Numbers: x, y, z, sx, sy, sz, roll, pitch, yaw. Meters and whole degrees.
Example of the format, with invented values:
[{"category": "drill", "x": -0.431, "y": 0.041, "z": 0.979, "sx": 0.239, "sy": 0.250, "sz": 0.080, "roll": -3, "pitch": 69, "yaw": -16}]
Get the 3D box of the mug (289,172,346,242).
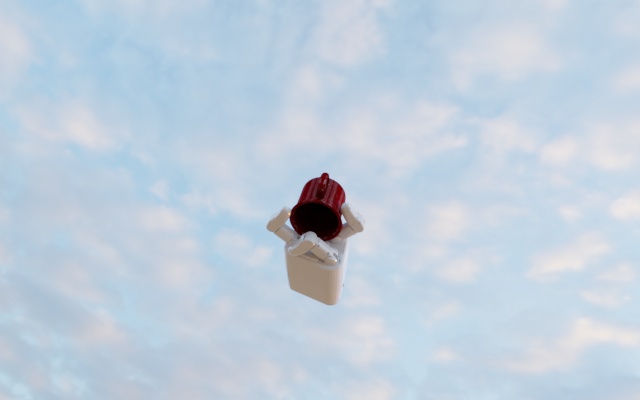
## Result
[{"category": "mug", "x": 0.000, "y": 0.001, "z": 0.835, "sx": 0.093, "sy": 0.117, "sz": 0.081, "roll": 10, "pitch": 40, "yaw": 7}]
